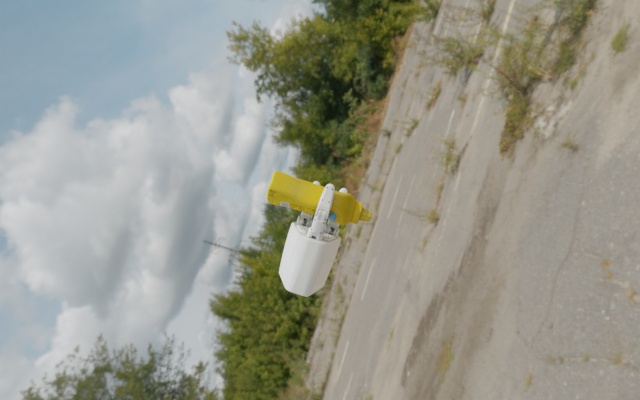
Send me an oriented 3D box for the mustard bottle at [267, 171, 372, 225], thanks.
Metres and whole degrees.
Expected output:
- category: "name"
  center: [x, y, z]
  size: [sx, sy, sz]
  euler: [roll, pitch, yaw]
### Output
- category: "mustard bottle"
  center: [0.000, 0.002, 0.875]
  size: [0.191, 0.058, 0.096]
  euler: [17, -15, 0]
